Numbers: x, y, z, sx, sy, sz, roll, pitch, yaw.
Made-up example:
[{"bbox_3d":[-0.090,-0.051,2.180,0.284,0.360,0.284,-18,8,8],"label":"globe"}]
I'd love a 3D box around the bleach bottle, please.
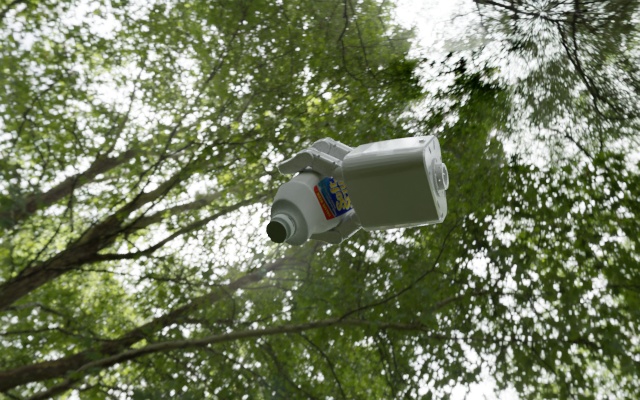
[{"bbox_3d":[0.000,0.002,0.656,0.068,0.102,0.250,-6,17,26],"label":"bleach bottle"}]
